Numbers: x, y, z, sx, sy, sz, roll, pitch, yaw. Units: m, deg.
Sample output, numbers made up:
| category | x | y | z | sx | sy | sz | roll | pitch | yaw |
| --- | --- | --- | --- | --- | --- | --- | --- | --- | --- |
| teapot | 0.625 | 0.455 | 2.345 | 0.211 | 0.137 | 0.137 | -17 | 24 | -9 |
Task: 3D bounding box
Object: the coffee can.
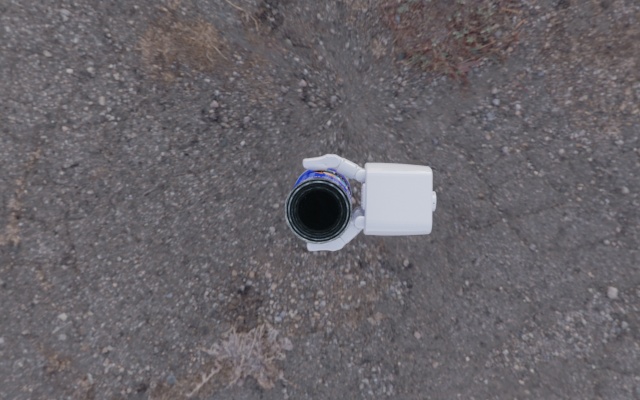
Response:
| category | x | y | z | sx | sy | sz | roll | pitch | yaw |
| --- | --- | --- | --- | --- | --- | --- | --- | --- | --- |
| coffee can | 0.000 | 0.002 | 0.779 | 0.103 | 0.103 | 0.140 | 0 | 11 | 3 |
